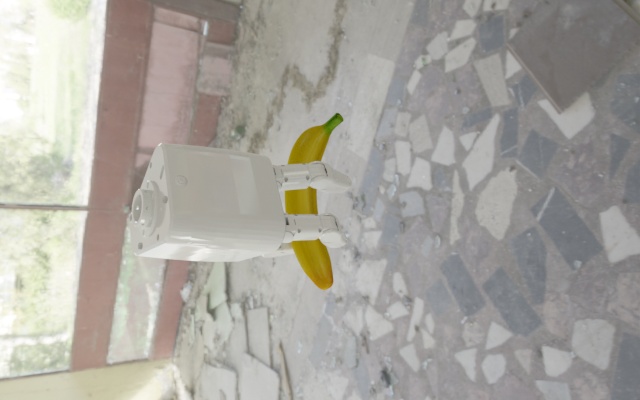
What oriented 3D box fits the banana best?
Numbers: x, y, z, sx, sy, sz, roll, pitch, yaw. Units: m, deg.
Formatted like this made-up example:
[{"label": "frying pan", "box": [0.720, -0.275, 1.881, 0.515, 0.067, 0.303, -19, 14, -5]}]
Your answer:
[{"label": "banana", "box": [-0.012, 0.000, 0.540, 0.037, 0.197, 0.069, 10, -11, -41]}]
